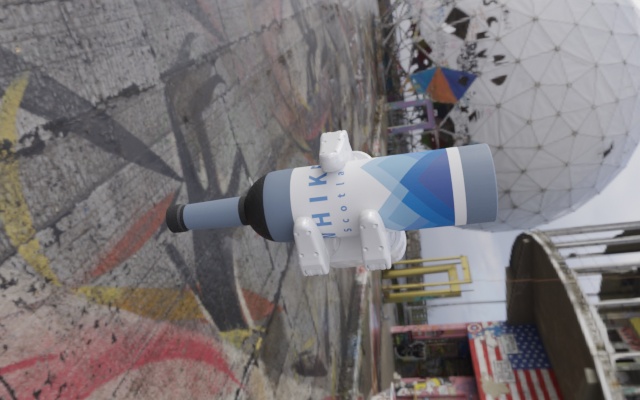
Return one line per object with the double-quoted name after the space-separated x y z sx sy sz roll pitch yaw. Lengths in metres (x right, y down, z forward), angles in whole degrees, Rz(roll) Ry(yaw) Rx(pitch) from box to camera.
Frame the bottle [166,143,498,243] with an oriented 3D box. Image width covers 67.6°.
0.000 0.001 0.432 0.296 0.069 0.069 -7 -1 12 "bottle"
